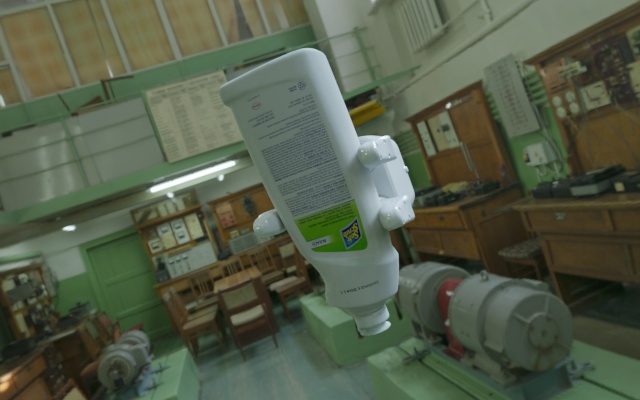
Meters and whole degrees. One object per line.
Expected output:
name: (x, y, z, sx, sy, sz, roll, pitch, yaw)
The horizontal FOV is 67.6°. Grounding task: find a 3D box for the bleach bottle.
bleach bottle: (0.000, 0.001, 0.430, 0.102, 0.251, 0.068, -19, 2, 21)
